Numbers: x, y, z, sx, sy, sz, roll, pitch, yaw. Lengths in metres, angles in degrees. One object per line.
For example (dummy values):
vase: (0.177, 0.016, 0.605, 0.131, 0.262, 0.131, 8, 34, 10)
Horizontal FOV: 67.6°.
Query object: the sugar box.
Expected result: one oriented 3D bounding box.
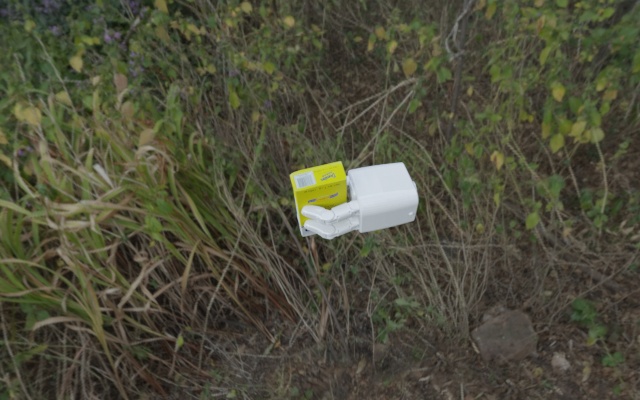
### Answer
sugar box: (0.000, 0.003, 0.880, 0.093, 0.048, 0.176, -13, -32, -4)
